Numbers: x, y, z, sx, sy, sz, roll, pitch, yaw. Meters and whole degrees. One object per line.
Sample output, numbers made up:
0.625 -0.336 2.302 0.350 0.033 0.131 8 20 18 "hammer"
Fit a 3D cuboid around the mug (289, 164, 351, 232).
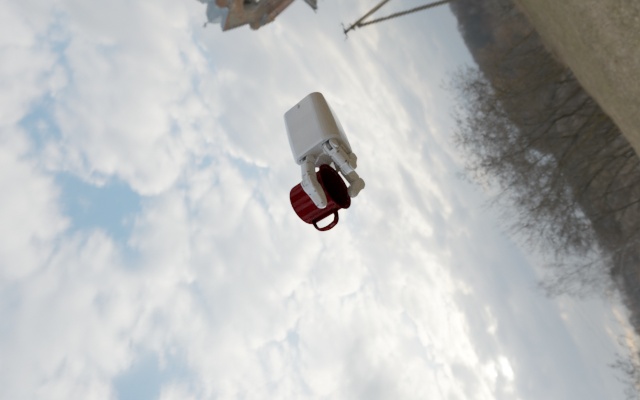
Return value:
0.000 0.004 0.874 0.081 0.117 0.093 -31 -29 27 "mug"
